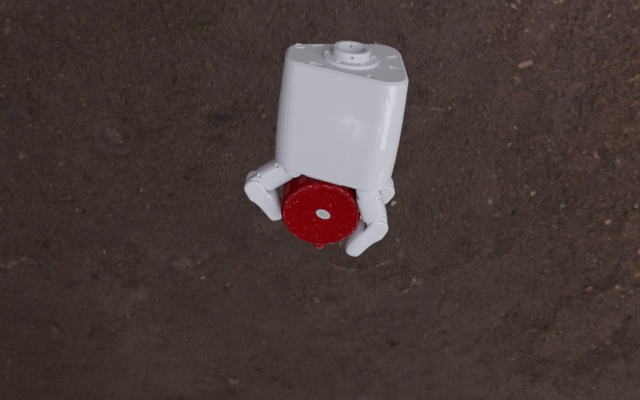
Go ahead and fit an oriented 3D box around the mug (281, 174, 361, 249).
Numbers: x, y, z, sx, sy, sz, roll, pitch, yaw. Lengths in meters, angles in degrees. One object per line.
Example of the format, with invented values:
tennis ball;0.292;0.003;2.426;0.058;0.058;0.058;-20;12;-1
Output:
mug;0.000;0.003;0.517;0.093;0.117;0.081;5;37;-2
